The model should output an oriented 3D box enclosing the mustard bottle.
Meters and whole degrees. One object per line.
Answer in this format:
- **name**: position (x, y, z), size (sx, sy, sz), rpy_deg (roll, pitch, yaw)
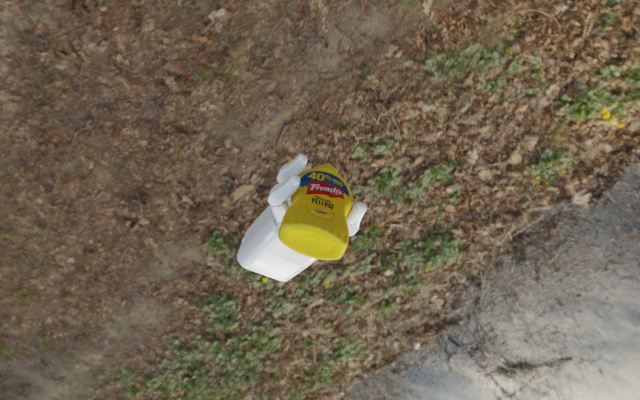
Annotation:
- **mustard bottle**: position (0.000, 0.002, 0.722), size (0.096, 0.058, 0.191), rpy_deg (17, 37, -4)
